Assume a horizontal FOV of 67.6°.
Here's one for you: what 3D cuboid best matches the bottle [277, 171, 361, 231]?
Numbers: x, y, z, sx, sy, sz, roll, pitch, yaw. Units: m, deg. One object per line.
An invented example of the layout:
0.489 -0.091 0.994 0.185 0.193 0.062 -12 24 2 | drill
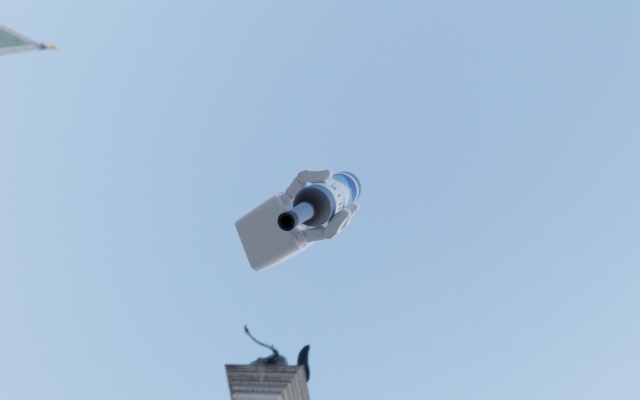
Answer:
0.000 0.003 0.805 0.069 0.069 0.295 0 11 20 | bottle
